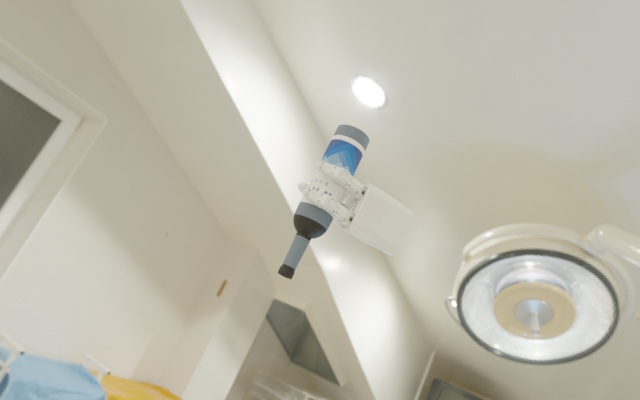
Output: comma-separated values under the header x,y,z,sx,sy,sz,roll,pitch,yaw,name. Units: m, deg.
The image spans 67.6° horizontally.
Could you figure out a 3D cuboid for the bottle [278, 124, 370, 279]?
x,y,z,sx,sy,sz,roll,pitch,yaw,name
0.000,0.003,0.859,0.069,0.295,0.069,24,-16,7,bottle
